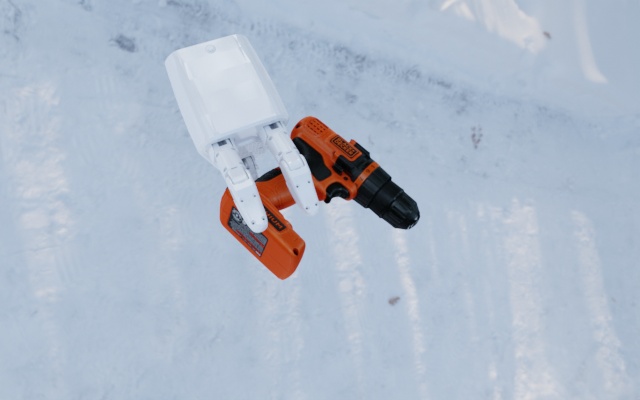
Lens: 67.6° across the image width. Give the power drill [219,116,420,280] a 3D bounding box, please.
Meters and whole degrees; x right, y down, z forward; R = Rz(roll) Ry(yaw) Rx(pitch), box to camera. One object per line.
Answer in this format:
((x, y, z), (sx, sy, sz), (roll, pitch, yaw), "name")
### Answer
((0.000, 0.002, 0.521), (0.184, 0.057, 0.187), (40, 48, 13), "power drill")
